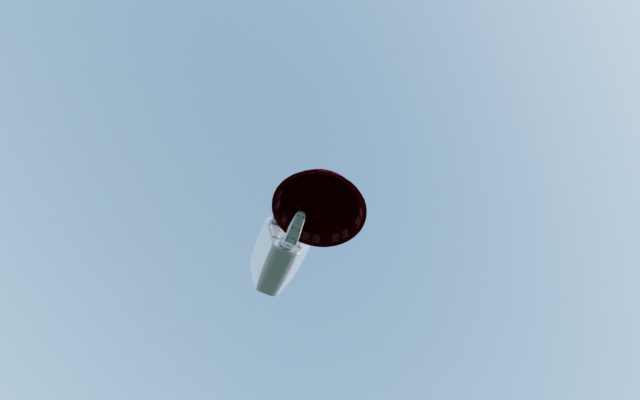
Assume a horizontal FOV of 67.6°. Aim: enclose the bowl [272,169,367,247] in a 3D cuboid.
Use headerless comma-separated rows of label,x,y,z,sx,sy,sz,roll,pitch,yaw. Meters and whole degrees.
bowl,0.001,0.002,0.822,0.162,0.162,0.055,0,36,9
